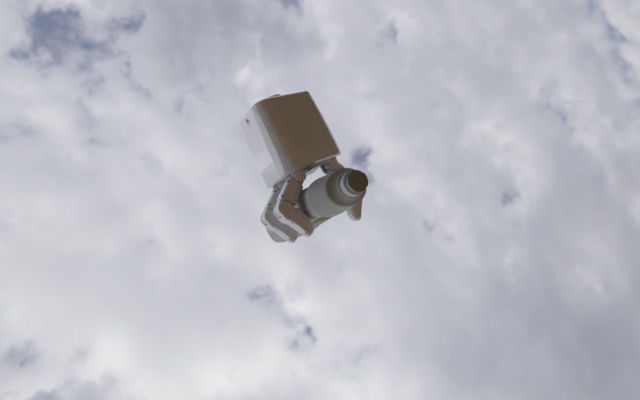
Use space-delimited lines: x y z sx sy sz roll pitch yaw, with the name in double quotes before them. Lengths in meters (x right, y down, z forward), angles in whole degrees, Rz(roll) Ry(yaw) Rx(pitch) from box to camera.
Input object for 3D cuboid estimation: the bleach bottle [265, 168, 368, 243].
"bleach bottle" 0.000 0.002 0.683 0.102 0.068 0.251 -24 -2 -28
